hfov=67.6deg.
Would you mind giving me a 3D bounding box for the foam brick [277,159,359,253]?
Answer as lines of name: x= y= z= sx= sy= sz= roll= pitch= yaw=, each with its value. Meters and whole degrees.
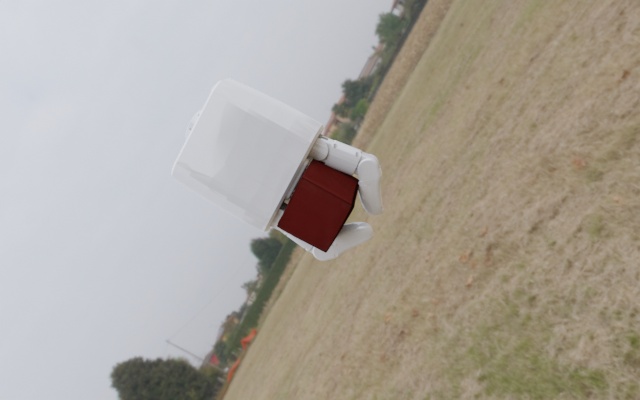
foam brick: x=0.000 y=0.001 z=0.438 sx=0.051 sy=0.053 sz=0.078 roll=29 pitch=20 yaw=-2
